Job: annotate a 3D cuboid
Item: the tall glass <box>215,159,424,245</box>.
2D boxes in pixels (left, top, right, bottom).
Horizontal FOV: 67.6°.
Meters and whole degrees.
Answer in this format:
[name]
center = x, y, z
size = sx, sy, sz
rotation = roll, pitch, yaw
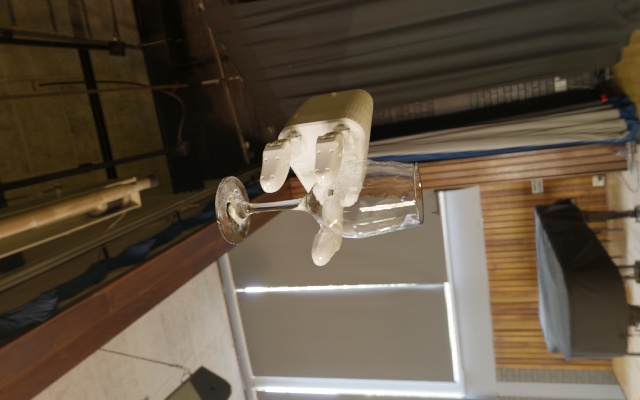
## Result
[tall glass]
center = -0.001, 0.002, 0.486
size = 0.201, 0.079, 0.079
rotation = -5, -2, 18
